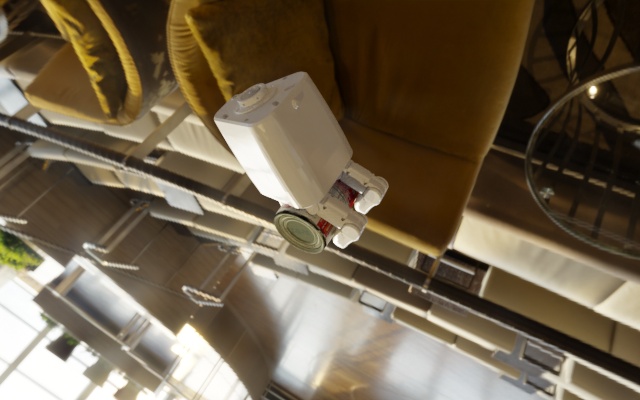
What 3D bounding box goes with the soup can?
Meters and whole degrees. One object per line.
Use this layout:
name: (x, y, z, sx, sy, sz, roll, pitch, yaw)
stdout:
soup can: (0.000, 0.002, 0.553, 0.068, 0.068, 0.102, 0, 44, 41)
